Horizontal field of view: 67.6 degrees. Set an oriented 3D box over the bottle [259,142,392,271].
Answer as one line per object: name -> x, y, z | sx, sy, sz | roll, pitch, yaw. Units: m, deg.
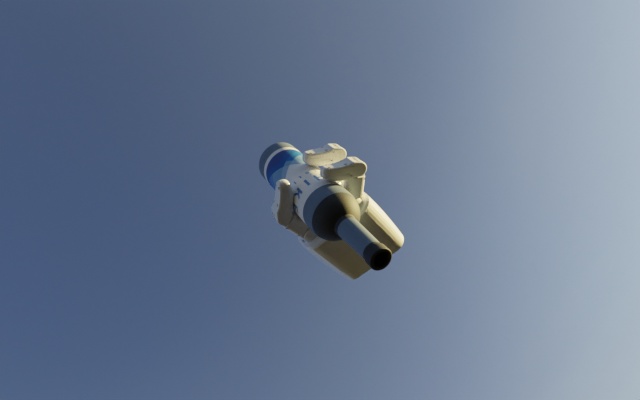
bottle -> 0.000, 0.002, 0.618 | 0.069, 0.069, 0.295 | 0, 24, -28
